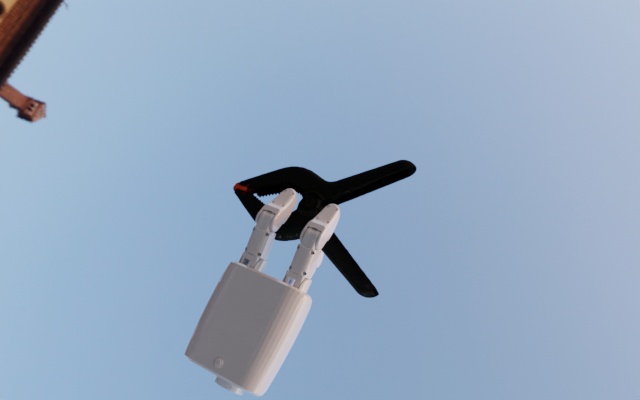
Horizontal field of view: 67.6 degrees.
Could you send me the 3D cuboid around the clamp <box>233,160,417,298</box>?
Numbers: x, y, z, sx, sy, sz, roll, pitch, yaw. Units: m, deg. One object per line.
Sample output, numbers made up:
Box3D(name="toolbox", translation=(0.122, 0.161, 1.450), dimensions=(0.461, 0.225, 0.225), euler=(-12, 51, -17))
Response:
Box3D(name="clamp", translation=(0.000, 0.002, 0.553), dimensions=(0.210, 0.164, 0.036), euler=(19, -22, 22))
